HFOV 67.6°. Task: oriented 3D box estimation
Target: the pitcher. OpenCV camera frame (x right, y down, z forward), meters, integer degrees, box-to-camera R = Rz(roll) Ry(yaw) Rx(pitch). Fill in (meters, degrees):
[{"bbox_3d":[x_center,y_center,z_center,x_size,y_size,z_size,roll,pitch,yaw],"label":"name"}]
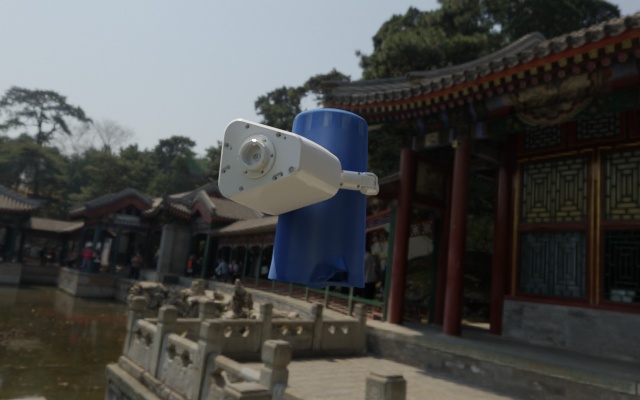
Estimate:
[{"bbox_3d":[0.000,0.002,0.683,0.149,0.243,0.145,2,-9,24],"label":"pitcher"}]
